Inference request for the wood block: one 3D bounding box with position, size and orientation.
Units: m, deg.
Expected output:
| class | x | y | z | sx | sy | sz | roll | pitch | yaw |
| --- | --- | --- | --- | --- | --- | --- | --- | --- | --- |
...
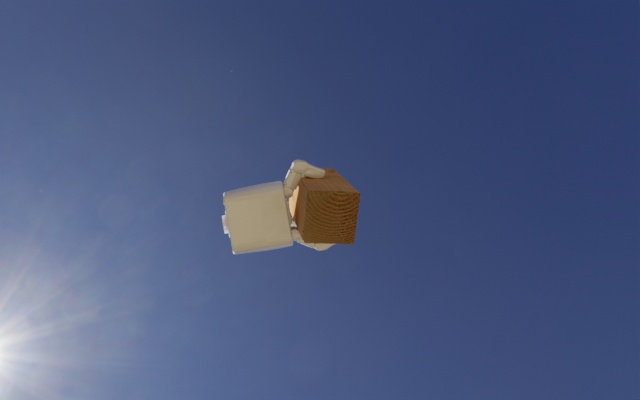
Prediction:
| class | x | y | z | sx | sy | sz | roll | pitch | yaw |
| --- | --- | --- | --- | --- | --- | --- | --- | --- | --- |
| wood block | 0.000 | 0.002 | 0.869 | 0.090 | 0.091 | 0.206 | 3 | 14 | -11 |
